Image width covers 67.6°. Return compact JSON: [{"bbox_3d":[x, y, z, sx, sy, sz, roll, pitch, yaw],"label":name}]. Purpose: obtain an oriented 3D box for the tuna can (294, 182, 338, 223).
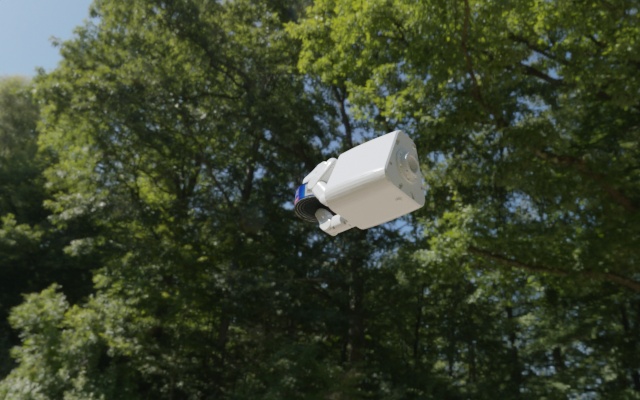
[{"bbox_3d":[0.000,0.002,0.786,0.086,0.033,0.086,2,-31,1],"label":"tuna can"}]
